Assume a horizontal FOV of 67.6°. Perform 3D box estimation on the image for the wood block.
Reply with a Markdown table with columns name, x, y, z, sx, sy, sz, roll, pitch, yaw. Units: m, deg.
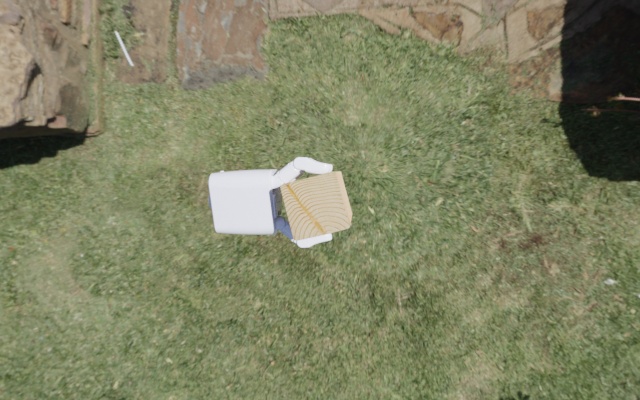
| name | x | y | z | sx | sy | sz | roll | pitch | yaw |
| --- | --- | --- | --- | --- | --- | --- | --- | --- | --- |
| wood block | 0.000 | 0.003 | 0.818 | 0.090 | 0.091 | 0.206 | -14 | 3 | 6 |
